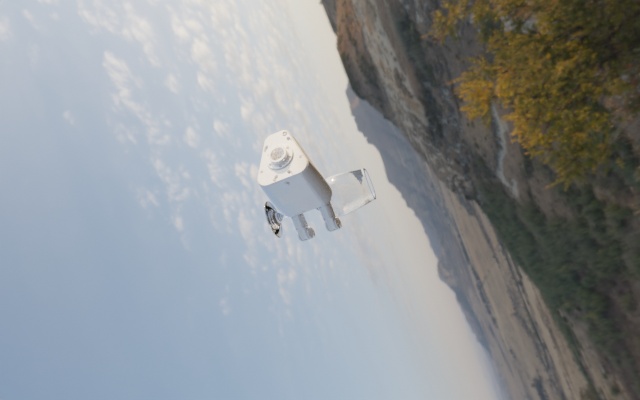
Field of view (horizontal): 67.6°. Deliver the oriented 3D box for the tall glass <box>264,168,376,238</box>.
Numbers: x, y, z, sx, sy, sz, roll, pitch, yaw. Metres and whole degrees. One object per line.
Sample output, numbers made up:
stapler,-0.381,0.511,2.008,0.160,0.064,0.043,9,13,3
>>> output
tall glass,0.000,0.003,0.898,0.201,0.079,0.079,-20,-4,12
